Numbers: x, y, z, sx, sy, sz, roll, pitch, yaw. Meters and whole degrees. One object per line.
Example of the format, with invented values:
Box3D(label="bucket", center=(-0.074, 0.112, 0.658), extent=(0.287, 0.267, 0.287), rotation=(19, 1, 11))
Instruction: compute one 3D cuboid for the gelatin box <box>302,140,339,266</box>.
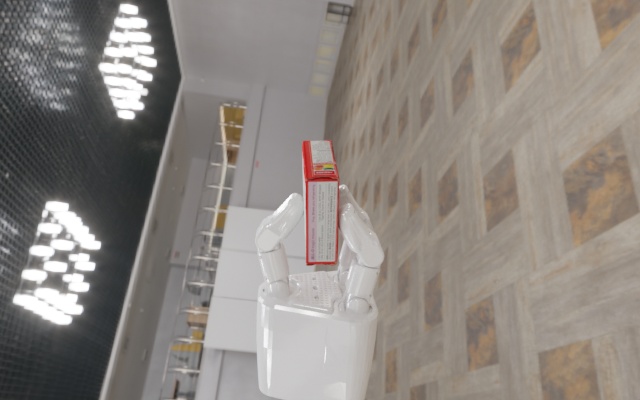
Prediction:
Box3D(label="gelatin box", center=(0.000, 0.001, 0.421), extent=(0.030, 0.089, 0.073), rotation=(-2, 31, -3))
